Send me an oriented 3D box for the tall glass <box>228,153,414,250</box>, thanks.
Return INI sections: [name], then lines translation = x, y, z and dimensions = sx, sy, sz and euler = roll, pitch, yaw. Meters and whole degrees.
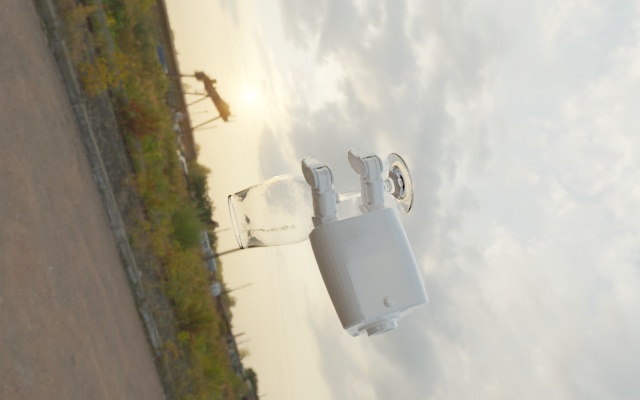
[tall glass]
translation = 0.001, 0.002, 0.544
dimensions = 0.201, 0.079, 0.079
euler = -13, 3, -15
